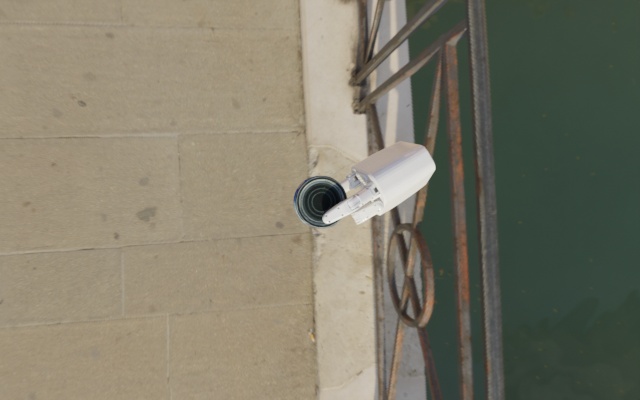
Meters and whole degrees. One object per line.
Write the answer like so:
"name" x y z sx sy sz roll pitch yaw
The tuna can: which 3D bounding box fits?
"tuna can" 0.000 0.003 0.772 0.086 0.086 0.034 0 1 -8
